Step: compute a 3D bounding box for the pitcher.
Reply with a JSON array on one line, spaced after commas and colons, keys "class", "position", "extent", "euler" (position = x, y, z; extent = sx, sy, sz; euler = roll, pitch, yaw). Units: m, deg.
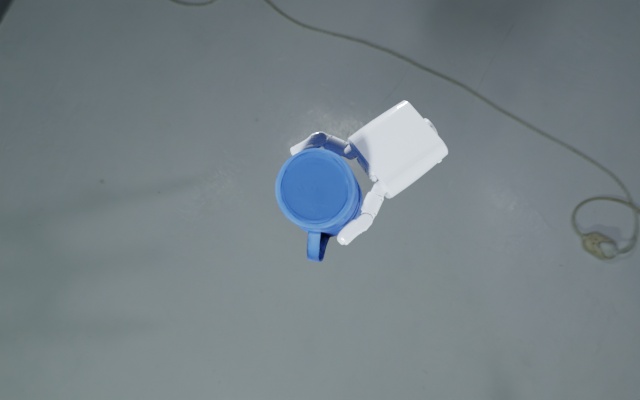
[{"class": "pitcher", "position": [0.000, 0.002, 0.737], "extent": [0.145, 0.149, 0.243], "euler": [-37, -5, 1]}]
